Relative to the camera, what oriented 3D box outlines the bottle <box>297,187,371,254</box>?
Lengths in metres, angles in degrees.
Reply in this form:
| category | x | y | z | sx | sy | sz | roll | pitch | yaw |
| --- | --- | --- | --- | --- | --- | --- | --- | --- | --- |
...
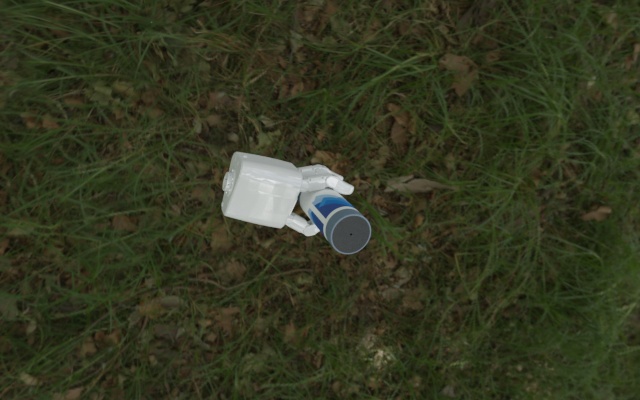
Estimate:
| category | x | y | z | sx | sy | sz | roll | pitch | yaw |
| --- | --- | --- | --- | --- | --- | --- | --- | --- | --- |
| bottle | 0.000 | 0.003 | 0.852 | 0.069 | 0.069 | 0.295 | 0 | 19 | -20 |
